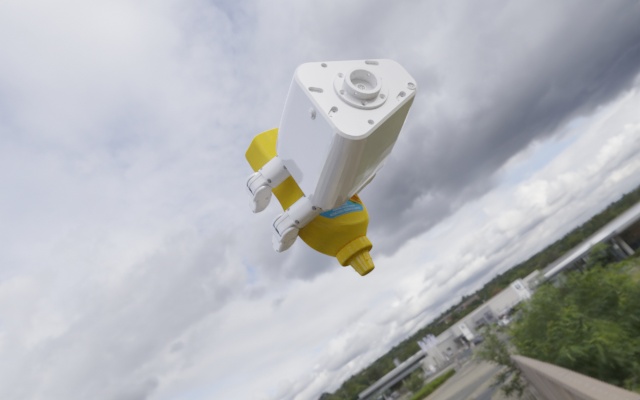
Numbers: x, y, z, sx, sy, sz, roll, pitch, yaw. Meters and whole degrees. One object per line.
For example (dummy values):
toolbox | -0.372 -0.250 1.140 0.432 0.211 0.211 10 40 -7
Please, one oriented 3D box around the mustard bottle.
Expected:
mustard bottle | 0.000 0.002 0.537 0.096 0.191 0.058 -11 -32 -47
